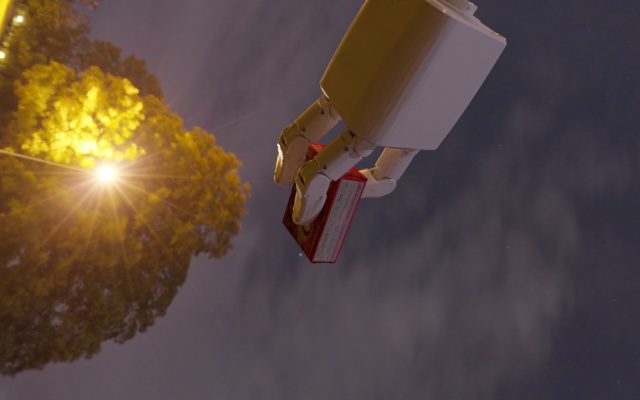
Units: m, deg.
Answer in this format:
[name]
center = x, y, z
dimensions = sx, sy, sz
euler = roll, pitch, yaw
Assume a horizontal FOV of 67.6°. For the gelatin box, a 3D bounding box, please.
[gelatin box]
center = 0.000, 0.002, 0.439
dimensions = 0.030, 0.089, 0.073
euler = 5, 25, -31
